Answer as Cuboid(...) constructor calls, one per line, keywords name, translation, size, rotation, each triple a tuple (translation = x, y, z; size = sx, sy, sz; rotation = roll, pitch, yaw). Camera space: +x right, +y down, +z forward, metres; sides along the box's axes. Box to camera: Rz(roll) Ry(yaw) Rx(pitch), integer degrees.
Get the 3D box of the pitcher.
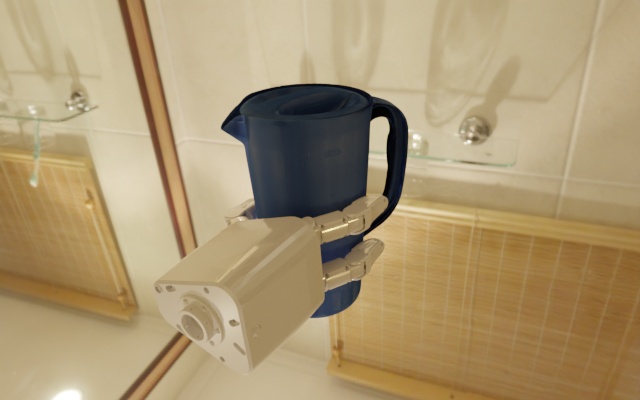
Cuboid(name="pitcher", translation=(0.000, 0.002, 0.519), size=(0.149, 0.243, 0.145), rotation=(14, 32, 30))
